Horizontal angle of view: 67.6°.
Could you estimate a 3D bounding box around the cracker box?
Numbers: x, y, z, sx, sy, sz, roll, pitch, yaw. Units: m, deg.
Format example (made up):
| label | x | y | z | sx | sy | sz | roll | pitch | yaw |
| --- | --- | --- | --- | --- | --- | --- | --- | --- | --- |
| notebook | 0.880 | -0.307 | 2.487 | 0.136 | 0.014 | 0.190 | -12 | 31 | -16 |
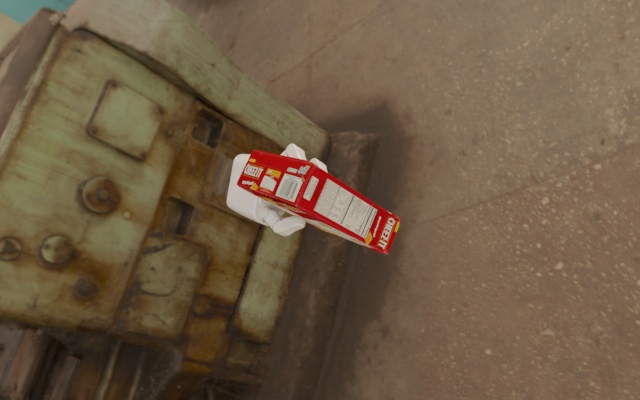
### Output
| label | x | y | z | sx | sy | sz | roll | pitch | yaw |
| --- | --- | --- | --- | --- | --- | --- | --- | --- | --- |
| cracker box | 0.000 | 0.003 | 0.756 | 0.214 | 0.072 | 0.164 | 29 | -8 | -40 |
